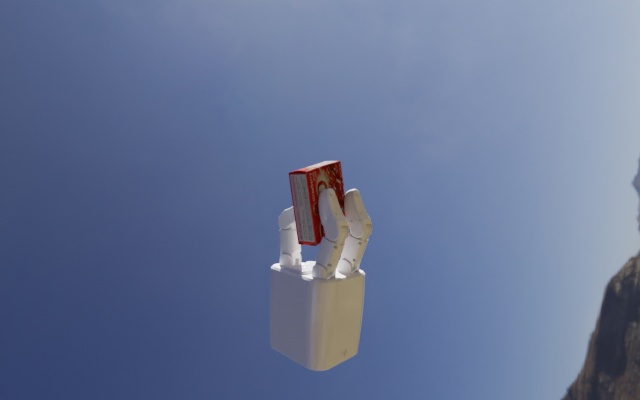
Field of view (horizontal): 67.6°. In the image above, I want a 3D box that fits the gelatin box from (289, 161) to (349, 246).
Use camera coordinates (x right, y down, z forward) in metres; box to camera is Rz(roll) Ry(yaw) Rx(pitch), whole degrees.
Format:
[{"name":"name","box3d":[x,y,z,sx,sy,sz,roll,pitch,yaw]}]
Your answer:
[{"name":"gelatin box","box3d":[0.000,0.002,0.572,0.030,0.089,0.073,0,13,35]}]
